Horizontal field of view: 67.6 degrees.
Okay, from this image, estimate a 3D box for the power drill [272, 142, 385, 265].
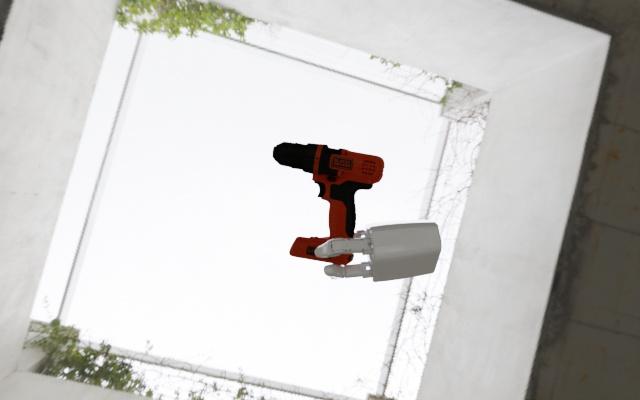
[{"bbox_3d":[0.000,0.003,0.776,0.184,0.187,0.057,10,3,8],"label":"power drill"}]
